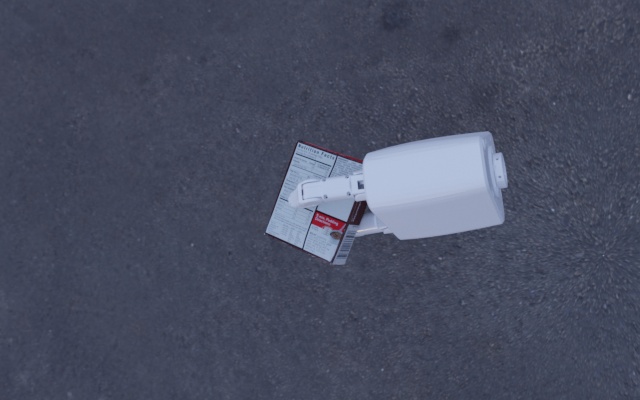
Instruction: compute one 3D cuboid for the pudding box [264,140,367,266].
[{"bbox_3d":[0.000,0.002,0.512,0.090,0.113,0.039,22,2,24],"label":"pudding box"}]
